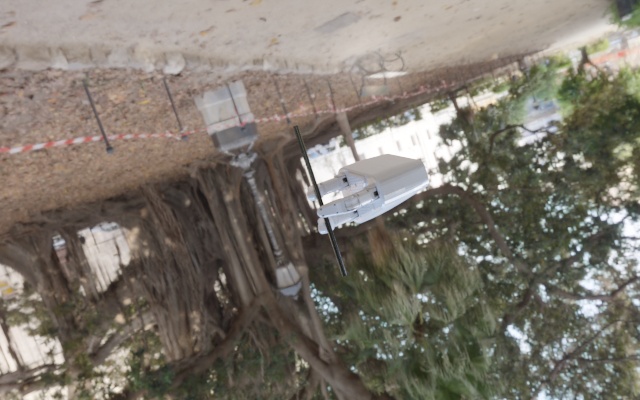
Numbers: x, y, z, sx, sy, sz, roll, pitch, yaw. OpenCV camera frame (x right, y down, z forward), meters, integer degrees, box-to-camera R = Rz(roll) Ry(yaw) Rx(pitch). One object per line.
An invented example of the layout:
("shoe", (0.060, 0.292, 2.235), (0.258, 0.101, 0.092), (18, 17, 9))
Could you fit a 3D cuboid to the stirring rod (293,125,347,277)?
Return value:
("stirring rod", (0.000, 0.002, 0.725), (0.011, 0.239, 0.011), (-18, 6, 2))
